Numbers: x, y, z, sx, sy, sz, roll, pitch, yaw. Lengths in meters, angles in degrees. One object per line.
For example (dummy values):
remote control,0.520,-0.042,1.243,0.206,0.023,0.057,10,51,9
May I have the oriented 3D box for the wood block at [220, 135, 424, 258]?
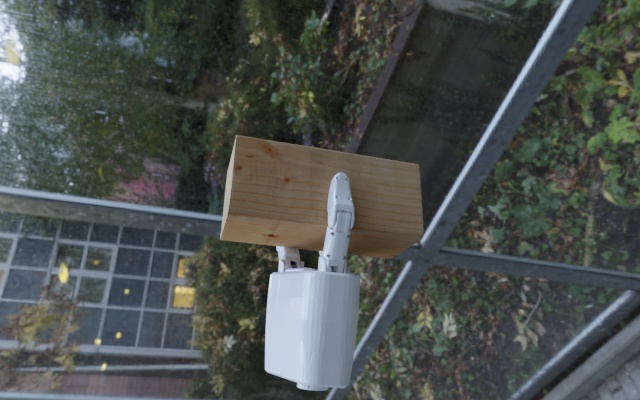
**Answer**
wood block,0.000,0.002,0.534,0.206,0.090,0.091,8,-24,-14
